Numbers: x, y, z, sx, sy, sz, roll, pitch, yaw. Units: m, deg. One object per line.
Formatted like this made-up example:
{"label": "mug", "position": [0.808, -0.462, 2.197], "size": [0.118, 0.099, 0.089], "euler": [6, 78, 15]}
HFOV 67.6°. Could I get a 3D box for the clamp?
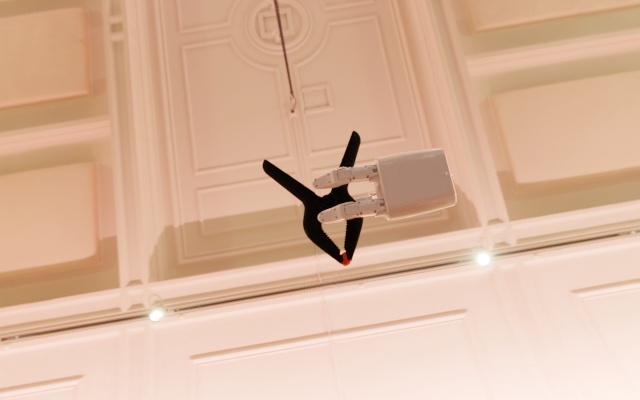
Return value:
{"label": "clamp", "position": [0.001, 0.003, 0.752], "size": [0.164, 0.210, 0.036], "euler": [-11, -14, 4]}
